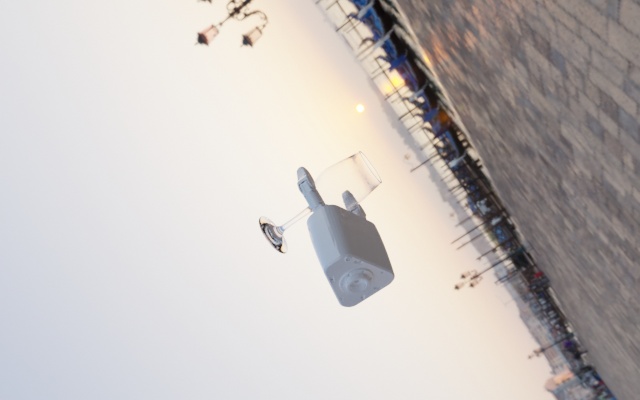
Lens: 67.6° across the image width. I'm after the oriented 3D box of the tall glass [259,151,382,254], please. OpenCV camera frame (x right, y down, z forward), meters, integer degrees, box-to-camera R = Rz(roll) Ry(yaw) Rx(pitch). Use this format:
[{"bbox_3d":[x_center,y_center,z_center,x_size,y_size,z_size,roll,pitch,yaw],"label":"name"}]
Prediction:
[{"bbox_3d":[0.000,0.003,0.775,0.201,0.079,0.079,-35,-9,13],"label":"tall glass"}]
